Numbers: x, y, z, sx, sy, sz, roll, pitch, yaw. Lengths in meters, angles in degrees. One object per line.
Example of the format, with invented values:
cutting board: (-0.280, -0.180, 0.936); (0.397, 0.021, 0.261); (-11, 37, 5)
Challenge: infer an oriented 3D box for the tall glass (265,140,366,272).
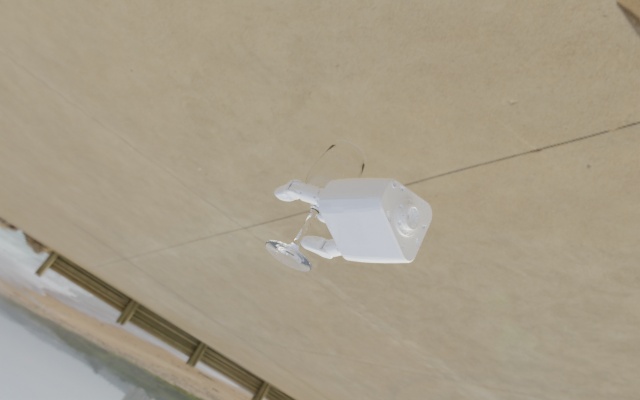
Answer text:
tall glass: (0.000, 0.003, 0.715); (0.079, 0.201, 0.079); (24, -27, 13)
